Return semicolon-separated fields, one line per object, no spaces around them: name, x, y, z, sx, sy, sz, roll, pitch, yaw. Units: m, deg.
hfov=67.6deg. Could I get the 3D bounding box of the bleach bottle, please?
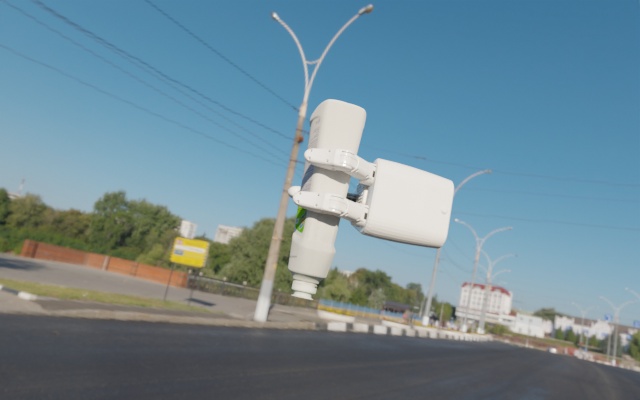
bleach bottle;0.000;0.002;0.626;0.068;0.250;0.102;14;-11;-10
